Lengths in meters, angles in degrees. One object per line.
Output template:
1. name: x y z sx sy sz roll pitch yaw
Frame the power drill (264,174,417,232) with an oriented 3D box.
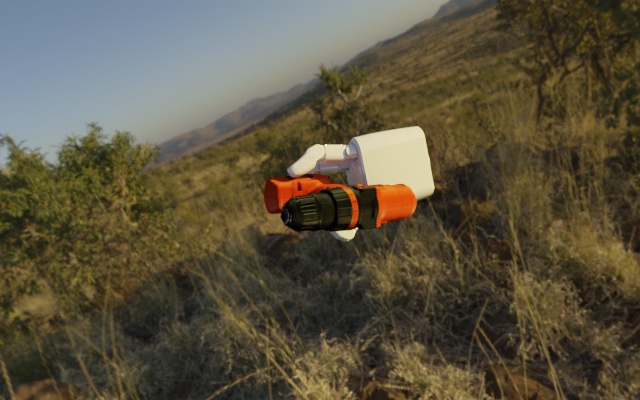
1. power drill: 0.000 0.002 0.620 0.184 0.057 0.187 -4 10 -33
